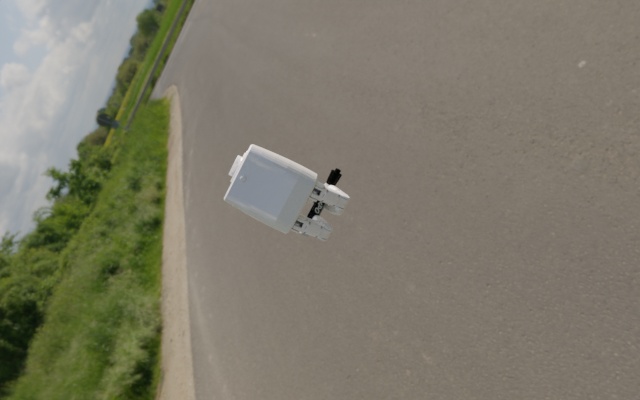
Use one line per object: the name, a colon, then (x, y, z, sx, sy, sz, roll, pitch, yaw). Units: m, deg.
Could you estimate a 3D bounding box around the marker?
marker: (0.000, 0.003, 0.768, 0.020, 0.121, 0.020, 27, 11, -6)
